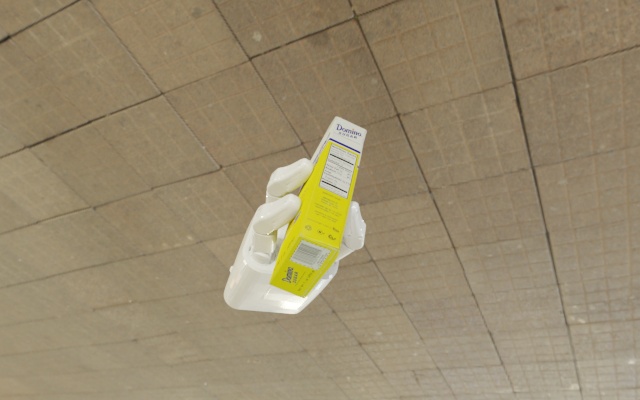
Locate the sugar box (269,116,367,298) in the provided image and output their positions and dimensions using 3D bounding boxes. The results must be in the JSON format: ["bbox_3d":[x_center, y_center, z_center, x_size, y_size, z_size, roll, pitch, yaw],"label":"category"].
[{"bbox_3d":[-0.001,0.002,0.497,0.048,0.176,0.093,22,-44,-10],"label":"sugar box"}]
